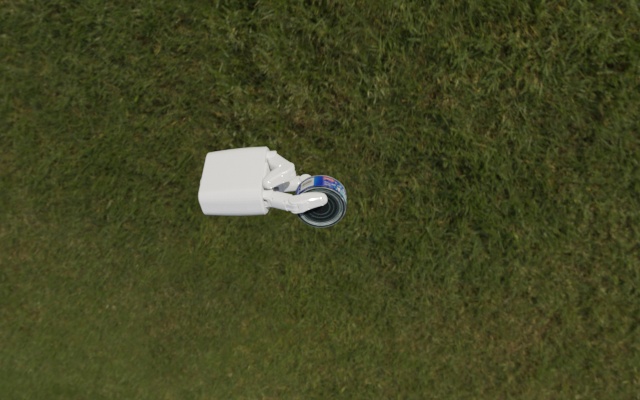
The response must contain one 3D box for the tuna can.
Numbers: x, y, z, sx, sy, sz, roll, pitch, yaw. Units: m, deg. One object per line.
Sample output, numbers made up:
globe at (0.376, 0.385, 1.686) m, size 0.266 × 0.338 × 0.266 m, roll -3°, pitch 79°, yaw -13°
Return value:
tuna can at (0.000, 0.003, 0.783) m, size 0.086 × 0.086 × 0.033 m, roll 0°, pitch 36°, yaw 2°
